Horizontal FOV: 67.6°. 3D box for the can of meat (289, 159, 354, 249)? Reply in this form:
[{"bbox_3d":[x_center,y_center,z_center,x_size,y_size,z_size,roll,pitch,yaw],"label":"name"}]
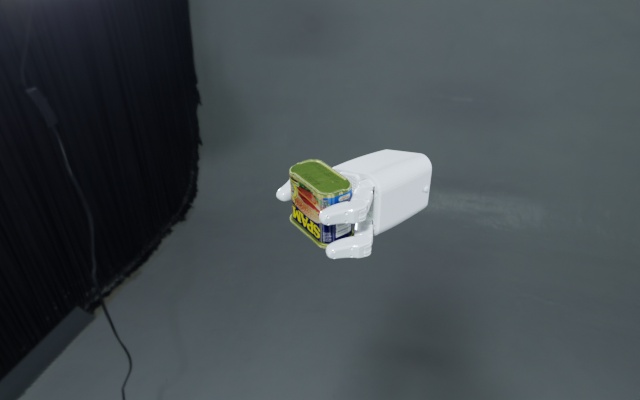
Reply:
[{"bbox_3d":[0.000,0.002,0.646,0.057,0.084,0.102,-21,38,-28],"label":"can of meat"}]
